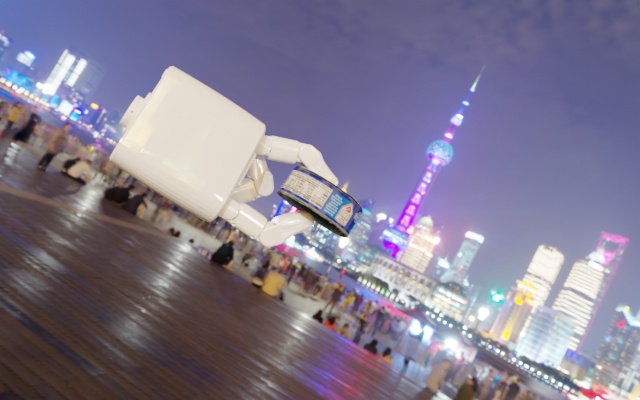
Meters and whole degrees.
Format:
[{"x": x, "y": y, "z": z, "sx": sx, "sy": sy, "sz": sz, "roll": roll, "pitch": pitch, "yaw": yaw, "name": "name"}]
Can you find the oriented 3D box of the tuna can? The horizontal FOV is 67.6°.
[{"x": 0.000, "y": 0.001, "z": 0.489, "sx": 0.086, "sy": 0.033, "sz": 0.086, "roll": 33, "pitch": -7, "yaw": 5, "name": "tuna can"}]
